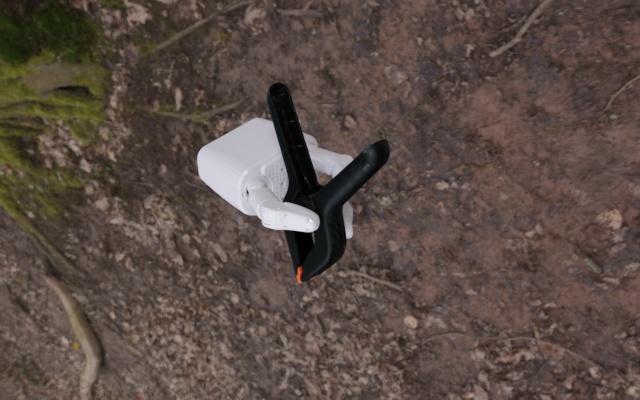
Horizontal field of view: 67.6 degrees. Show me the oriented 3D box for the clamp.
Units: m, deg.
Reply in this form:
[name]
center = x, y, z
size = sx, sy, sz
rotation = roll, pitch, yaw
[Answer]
[clamp]
center = -0.001, 0.002, 0.478
size = 0.036, 0.210, 0.164
rotation = -18, 32, -33
